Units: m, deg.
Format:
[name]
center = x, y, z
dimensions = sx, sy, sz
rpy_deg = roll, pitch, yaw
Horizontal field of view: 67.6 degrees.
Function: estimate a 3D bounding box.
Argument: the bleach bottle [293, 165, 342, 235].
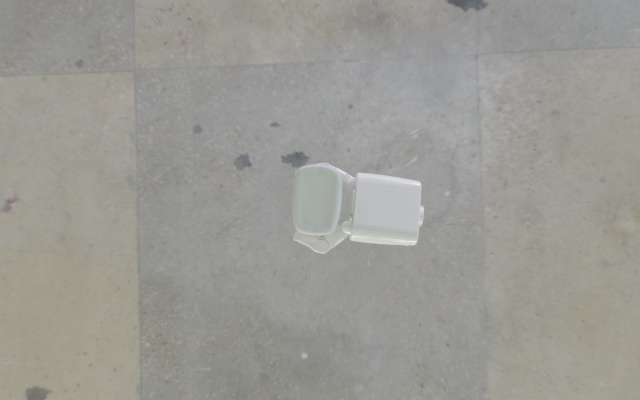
[bleach bottle]
center = 0.000, 0.003, 0.783
dimensions = 0.068, 0.102, 0.251
rpy_deg = 5, 0, 3
